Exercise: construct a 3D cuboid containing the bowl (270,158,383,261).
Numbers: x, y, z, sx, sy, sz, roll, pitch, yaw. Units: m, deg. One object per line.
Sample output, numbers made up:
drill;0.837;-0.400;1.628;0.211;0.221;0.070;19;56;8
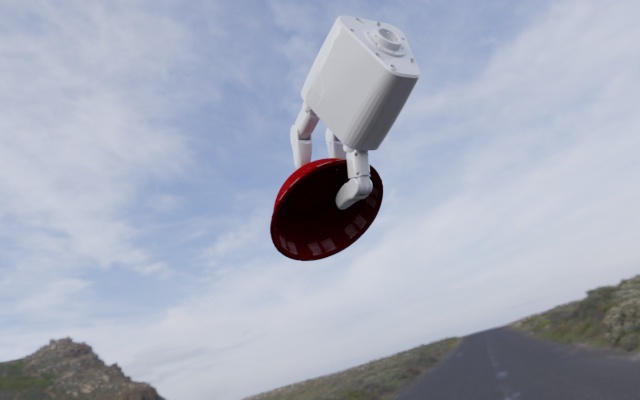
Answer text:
bowl;-0.001;0.003;0.626;0.162;0.162;0.055;0;35;-33
